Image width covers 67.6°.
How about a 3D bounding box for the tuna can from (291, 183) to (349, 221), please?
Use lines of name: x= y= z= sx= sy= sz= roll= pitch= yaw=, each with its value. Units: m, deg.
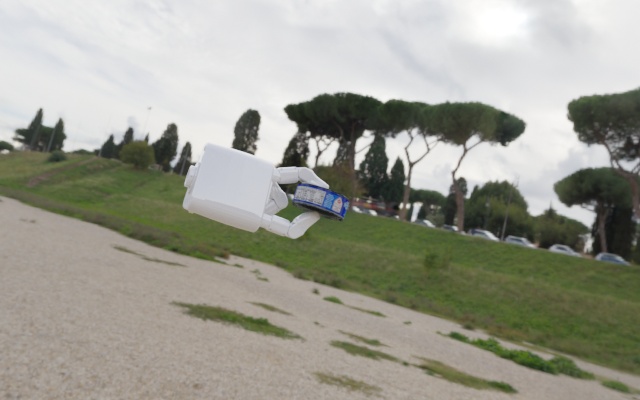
tuna can: x=0.000 y=0.002 z=0.741 sx=0.086 sy=0.033 sz=0.086 roll=18 pitch=-9 yaw=3
